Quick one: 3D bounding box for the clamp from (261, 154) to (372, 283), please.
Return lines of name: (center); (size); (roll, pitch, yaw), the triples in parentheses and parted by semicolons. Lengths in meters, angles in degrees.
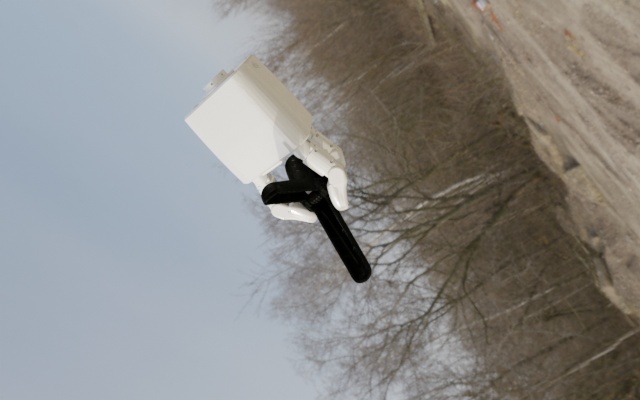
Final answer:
clamp: (-0.001, 0.002, 0.595); (0.036, 0.164, 0.210); (-38, 19, 17)
